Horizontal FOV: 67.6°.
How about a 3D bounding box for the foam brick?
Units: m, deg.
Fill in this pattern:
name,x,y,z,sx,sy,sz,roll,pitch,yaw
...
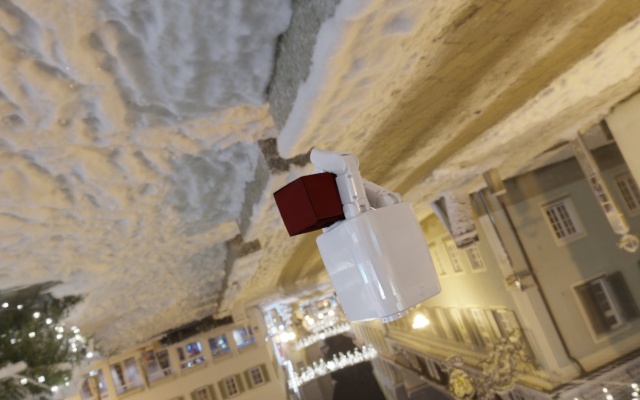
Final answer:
name,x,y,z,sx,sy,sz,roll,pitch,yaw
foam brick,0.000,0.002,0.516,0.078,0.051,0.053,-12,-12,-42
